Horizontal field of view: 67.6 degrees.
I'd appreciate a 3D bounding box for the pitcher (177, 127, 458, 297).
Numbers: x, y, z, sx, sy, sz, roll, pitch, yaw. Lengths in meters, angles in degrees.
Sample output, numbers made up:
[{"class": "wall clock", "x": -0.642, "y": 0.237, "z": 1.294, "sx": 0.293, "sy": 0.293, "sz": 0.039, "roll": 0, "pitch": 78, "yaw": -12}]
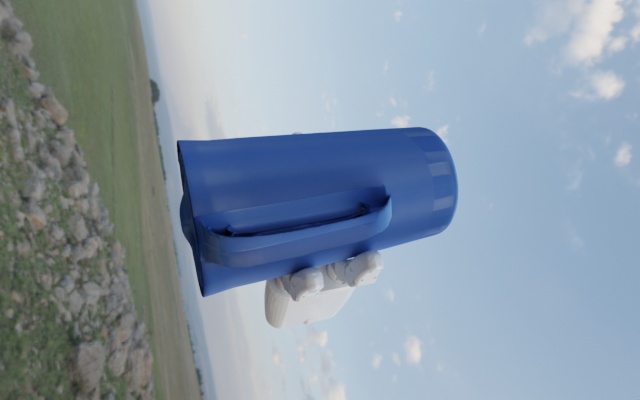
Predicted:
[{"class": "pitcher", "x": 0.000, "y": 0.001, "z": 0.428, "sx": 0.243, "sy": 0.149, "sz": 0.145, "roll": -9, "pitch": -30, "yaw": -17}]
